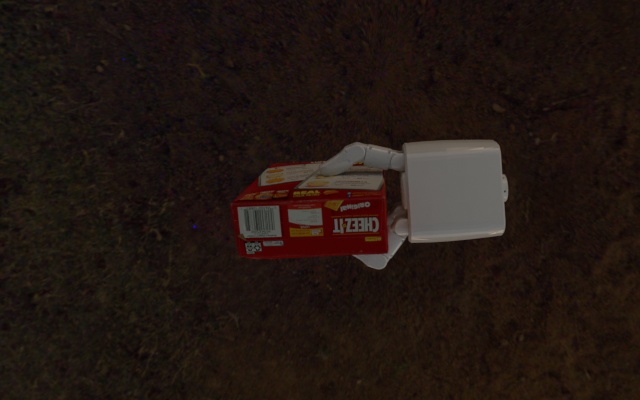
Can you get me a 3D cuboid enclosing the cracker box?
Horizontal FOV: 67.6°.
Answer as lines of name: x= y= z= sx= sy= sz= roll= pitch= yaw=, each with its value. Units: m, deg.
cracker box: x=0.000 y=0.002 z=0.593 sx=0.164 sy=0.072 sz=0.213 roll=-3 pitch=15 yaw=7
